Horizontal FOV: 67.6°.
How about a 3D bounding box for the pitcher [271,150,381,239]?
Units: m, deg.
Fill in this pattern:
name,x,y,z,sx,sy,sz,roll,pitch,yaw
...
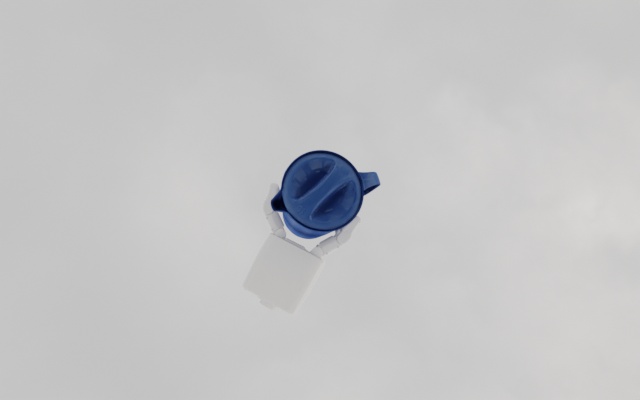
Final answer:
name,x,y,z,sx,sy,sz,roll,pitch,yaw
pitcher,0.000,0.003,0.865,0.149,0.145,0.243,28,-12,-1
